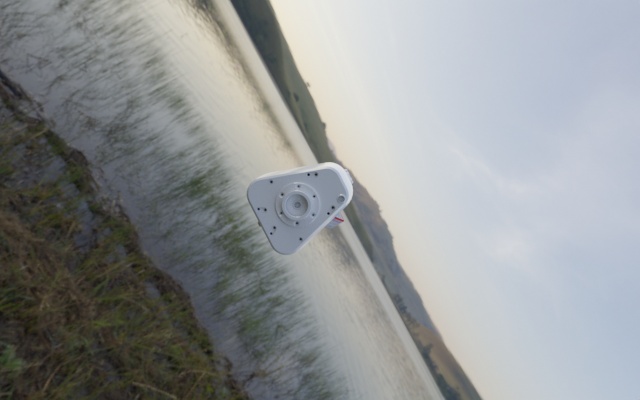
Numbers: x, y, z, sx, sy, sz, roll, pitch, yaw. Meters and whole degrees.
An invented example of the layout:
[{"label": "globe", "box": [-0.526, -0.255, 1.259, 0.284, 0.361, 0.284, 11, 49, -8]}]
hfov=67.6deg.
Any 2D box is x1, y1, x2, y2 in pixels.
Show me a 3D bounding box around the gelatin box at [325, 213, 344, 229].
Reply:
[{"label": "gelatin box", "box": [0.001, 0.002, 0.707, 0.030, 0.073, 0.089, -28, -11, 9]}]
